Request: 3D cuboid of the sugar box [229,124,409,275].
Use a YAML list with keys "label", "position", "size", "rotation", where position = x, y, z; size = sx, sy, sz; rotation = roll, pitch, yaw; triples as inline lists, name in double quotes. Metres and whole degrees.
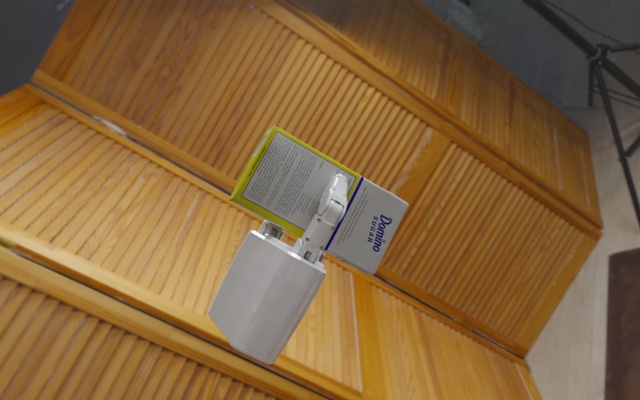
- label: "sugar box"
  position: [0.000, 0.002, 0.527]
  size: [0.176, 0.093, 0.048]
  rotation: [31, -8, -15]
